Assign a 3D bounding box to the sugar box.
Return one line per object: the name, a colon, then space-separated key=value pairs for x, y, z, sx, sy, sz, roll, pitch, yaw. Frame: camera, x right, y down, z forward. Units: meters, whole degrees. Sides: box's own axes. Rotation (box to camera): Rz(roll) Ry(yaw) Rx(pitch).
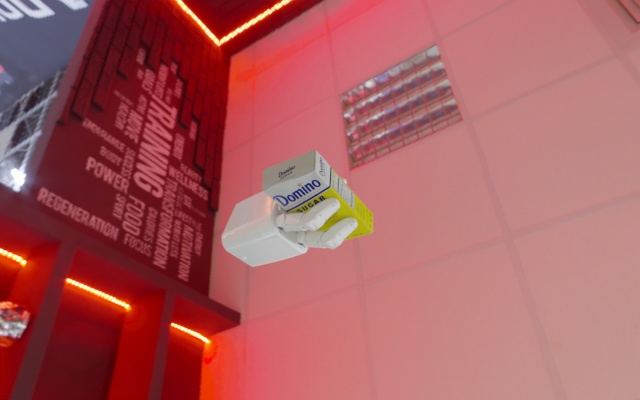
sugar box: x=0.000 y=0.003 z=0.723 sx=0.093 sy=0.048 sz=0.176 roll=-19 pitch=-39 yaw=27
